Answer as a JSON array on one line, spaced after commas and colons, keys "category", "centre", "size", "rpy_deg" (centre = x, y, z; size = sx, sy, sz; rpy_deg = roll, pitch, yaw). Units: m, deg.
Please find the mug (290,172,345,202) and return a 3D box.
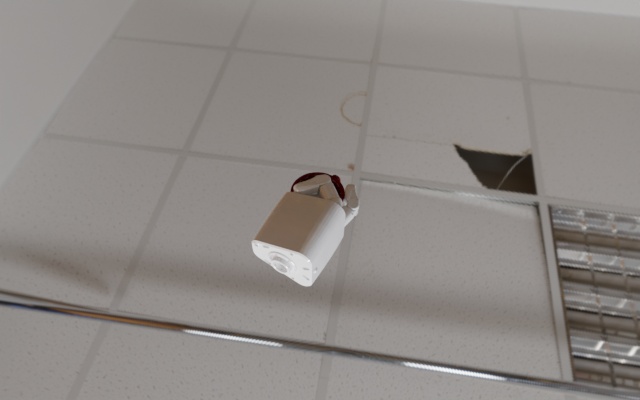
[{"category": "mug", "centre": [0.001, 0.002, 0.849], "size": [0.093, 0.117, 0.082], "rpy_deg": [25, -35, 17]}]
